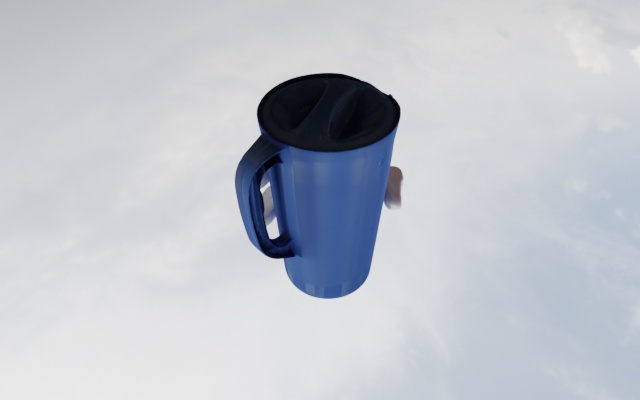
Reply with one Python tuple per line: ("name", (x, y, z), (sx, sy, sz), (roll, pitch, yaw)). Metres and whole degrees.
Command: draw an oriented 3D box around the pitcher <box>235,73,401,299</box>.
("pitcher", (0.000, 0.002, 0.516), (0.149, 0.243, 0.145), (1, 43, 1))
